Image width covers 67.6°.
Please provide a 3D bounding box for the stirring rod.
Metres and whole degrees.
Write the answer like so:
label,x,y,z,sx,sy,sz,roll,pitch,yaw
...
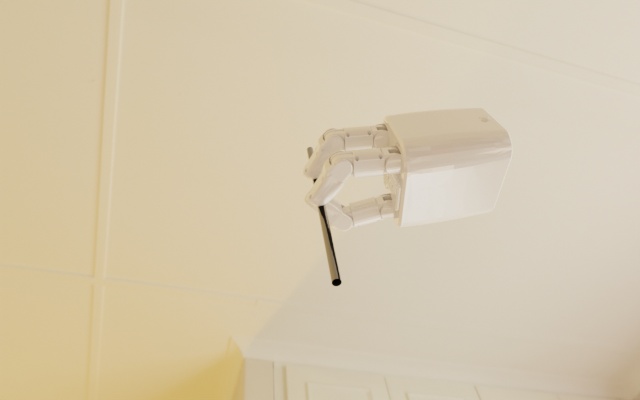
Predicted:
label,x,y,z,sx,sy,sz,roll,pitch,yaw
stirring rod,0.000,0.002,0.477,0.011,0.011,0.239,0,32,-7
